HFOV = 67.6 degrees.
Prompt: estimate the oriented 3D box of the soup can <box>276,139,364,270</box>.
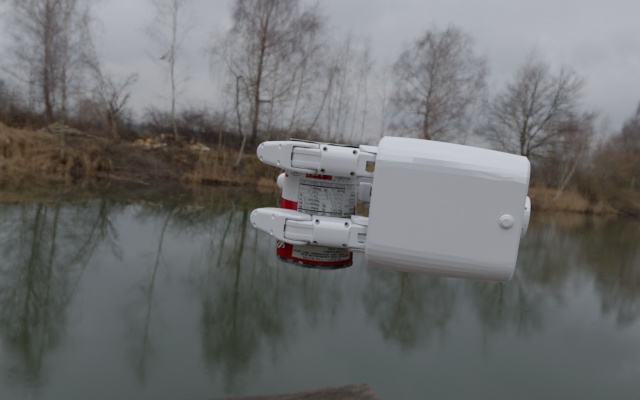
[{"bbox_3d":[0.000,0.001,0.411,0.068,0.102,0.068,6,7,-1],"label":"soup can"}]
